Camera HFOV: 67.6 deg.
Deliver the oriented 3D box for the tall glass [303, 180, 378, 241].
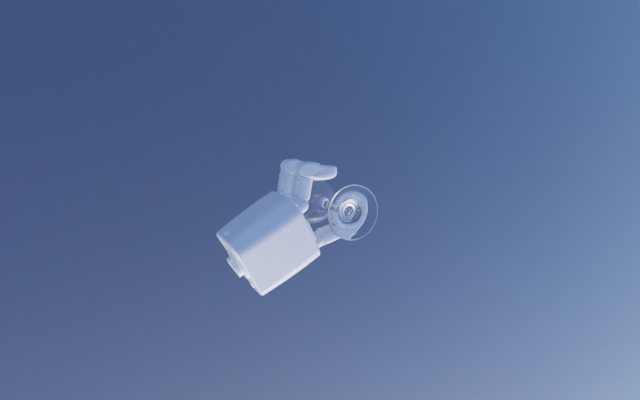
[{"bbox_3d":[0.001,0.002,0.710,0.079,0.079,0.201,0,8,-26],"label":"tall glass"}]
